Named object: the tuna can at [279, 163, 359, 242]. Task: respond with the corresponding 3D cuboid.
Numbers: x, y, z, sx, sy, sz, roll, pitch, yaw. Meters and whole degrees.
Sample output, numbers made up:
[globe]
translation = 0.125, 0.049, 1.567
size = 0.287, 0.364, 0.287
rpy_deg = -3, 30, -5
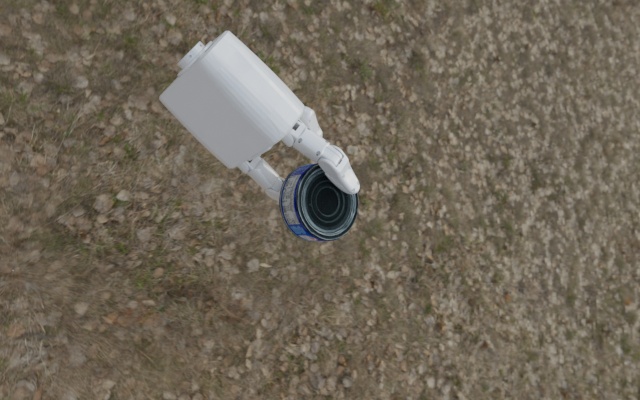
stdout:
[tuna can]
translation = 0.000, 0.002, 0.517
size = 0.086, 0.086, 0.034
rpy_deg = 0, -3, -37
